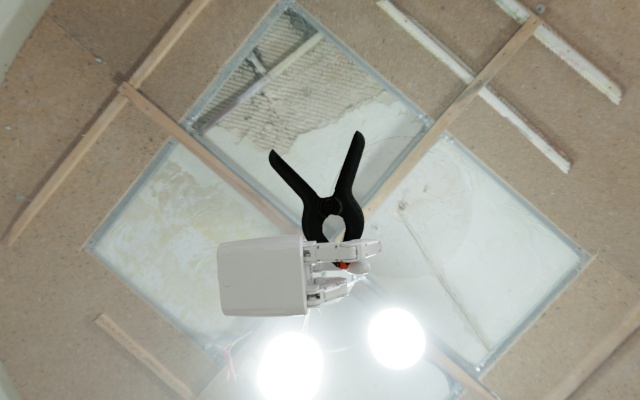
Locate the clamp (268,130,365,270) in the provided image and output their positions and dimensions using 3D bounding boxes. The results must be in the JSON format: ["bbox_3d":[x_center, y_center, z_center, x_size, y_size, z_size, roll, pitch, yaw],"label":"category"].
[{"bbox_3d":[0.000,0.002,0.597,0.120,0.171,0.039,-4,4,4],"label":"clamp"}]
